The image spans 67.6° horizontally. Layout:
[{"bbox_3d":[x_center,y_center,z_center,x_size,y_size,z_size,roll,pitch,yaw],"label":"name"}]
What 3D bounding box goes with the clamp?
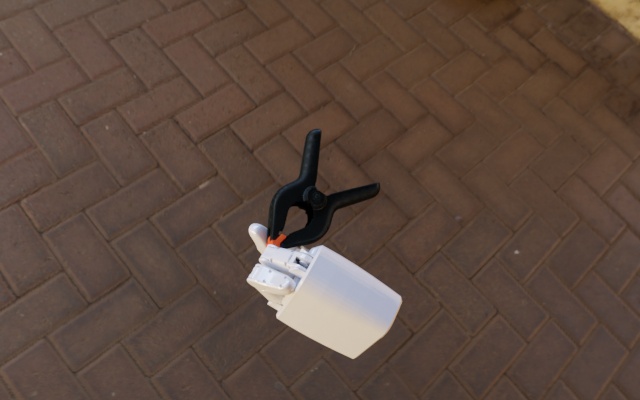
[{"bbox_3d":[0.000,0.002,0.598,0.120,0.171,0.039,32,-23,-2],"label":"clamp"}]
